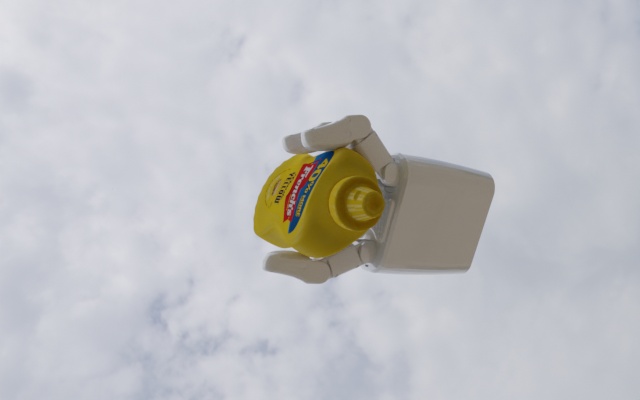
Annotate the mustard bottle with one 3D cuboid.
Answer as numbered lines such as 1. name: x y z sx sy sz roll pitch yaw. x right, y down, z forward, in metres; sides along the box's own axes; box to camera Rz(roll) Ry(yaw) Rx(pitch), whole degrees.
1. mustard bottle: 0.000 0.001 0.416 0.058 0.096 0.191 33 -11 -21
